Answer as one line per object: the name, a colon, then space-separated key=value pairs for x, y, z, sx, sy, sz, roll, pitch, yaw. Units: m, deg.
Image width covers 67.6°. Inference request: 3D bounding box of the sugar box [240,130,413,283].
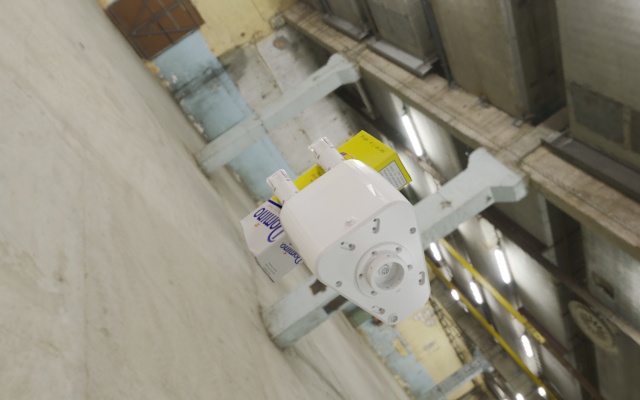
sugar box: x=0.000 y=0.001 z=0.511 sx=0.176 sy=0.048 sz=0.093 roll=-35 pitch=28 yaw=-3
